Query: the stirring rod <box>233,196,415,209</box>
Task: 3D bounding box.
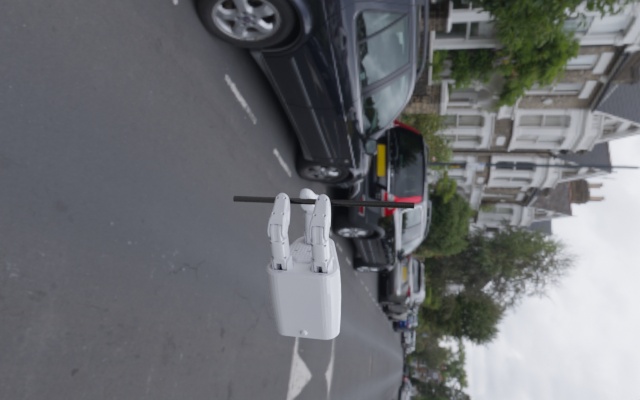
[{"bbox_3d":[0.000,0.002,0.623,0.239,0.011,0.011,2,0,13],"label":"stirring rod"}]
